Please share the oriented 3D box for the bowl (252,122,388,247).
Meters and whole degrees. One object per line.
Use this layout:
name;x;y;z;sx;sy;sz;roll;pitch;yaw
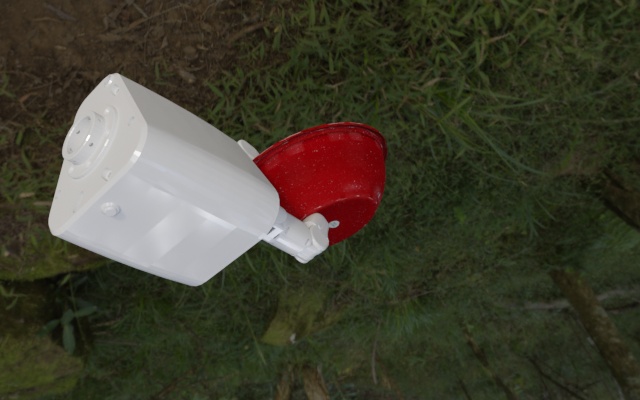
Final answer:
bowl;0.001;0.002;0.449;0.162;0.055;0.162;-20;-27;-11
